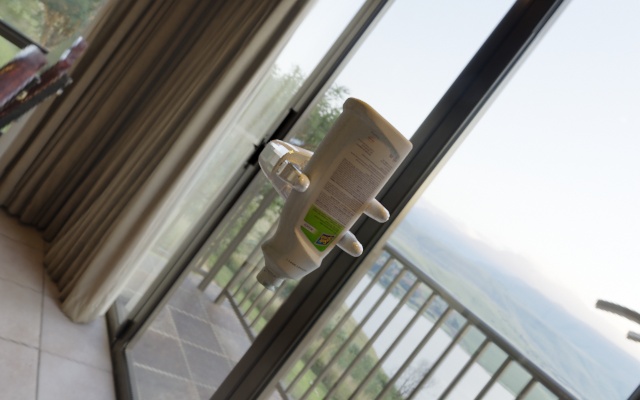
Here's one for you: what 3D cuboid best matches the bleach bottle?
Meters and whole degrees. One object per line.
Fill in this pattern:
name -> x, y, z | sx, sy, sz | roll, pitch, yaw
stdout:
bleach bottle -> 0.000, 0.002, 0.594 | 0.102, 0.251, 0.068 | 36, 3, -26
